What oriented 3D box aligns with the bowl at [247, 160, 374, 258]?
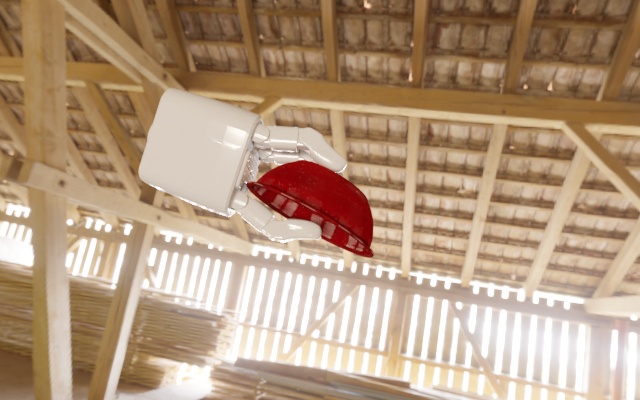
[{"bbox_3d":[0.001,0.002,0.536,0.162,0.055,0.162,29,-11,6],"label":"bowl"}]
